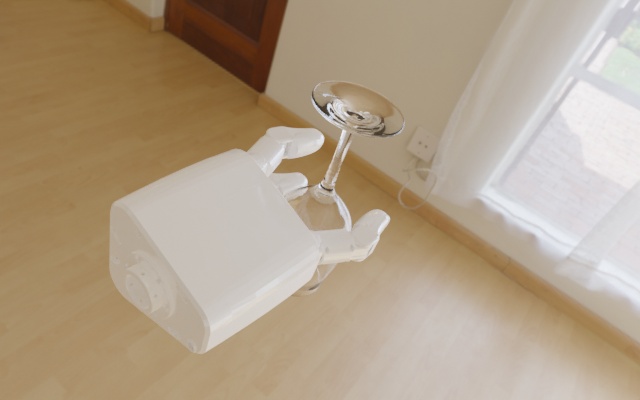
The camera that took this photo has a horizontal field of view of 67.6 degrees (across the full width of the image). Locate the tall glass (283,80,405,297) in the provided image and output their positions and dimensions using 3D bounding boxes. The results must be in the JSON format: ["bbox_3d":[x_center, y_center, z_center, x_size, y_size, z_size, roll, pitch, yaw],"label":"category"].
[{"bbox_3d":[0.000,0.001,0.422,0.079,0.201,0.079,13,40,-11],"label":"tall glass"}]
